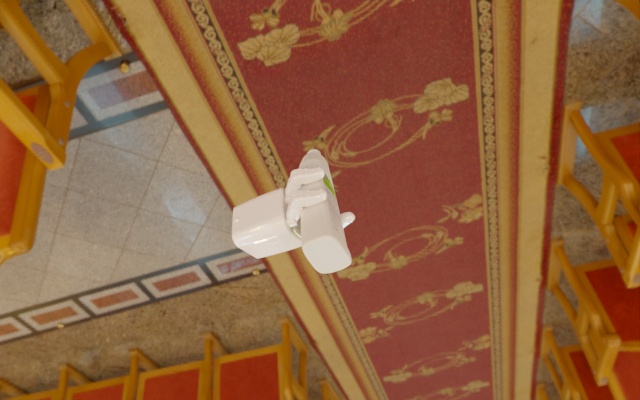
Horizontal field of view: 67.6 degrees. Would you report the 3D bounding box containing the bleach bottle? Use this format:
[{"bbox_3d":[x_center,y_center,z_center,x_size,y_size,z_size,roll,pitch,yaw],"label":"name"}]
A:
[{"bbox_3d":[0.000,0.003,0.877,0.068,0.250,0.103,-19,-45,13],"label":"bleach bottle"}]
